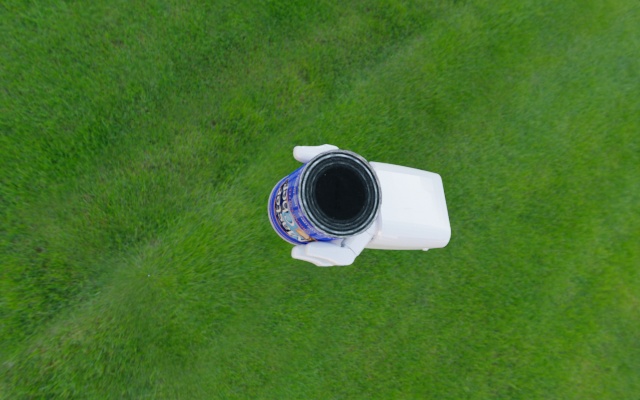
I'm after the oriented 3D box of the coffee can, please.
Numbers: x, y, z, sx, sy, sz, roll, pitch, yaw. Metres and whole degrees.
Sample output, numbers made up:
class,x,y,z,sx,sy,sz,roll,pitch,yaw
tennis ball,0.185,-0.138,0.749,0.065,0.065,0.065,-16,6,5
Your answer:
class,x,y,z,sx,sy,sz,roll,pitch,yaw
coffee can,0.000,0.002,0.599,0.103,0.103,0.140,0,-8,-20
